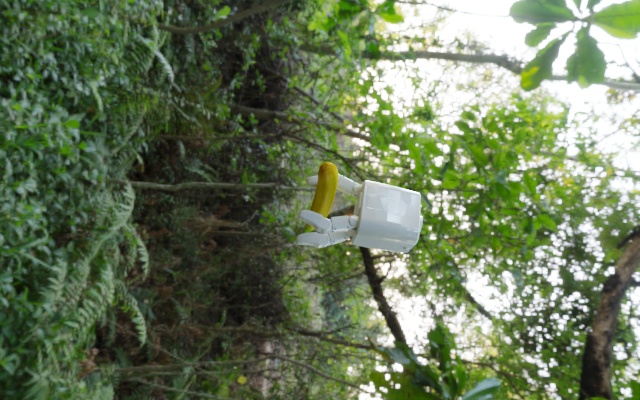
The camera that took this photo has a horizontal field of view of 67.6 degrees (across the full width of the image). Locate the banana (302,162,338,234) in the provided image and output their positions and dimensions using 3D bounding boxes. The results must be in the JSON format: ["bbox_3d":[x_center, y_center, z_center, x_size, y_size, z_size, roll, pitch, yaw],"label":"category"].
[{"bbox_3d":[0.005,-0.008,0.833,0.037,0.069,0.198,20,-42,4],"label":"banana"}]
